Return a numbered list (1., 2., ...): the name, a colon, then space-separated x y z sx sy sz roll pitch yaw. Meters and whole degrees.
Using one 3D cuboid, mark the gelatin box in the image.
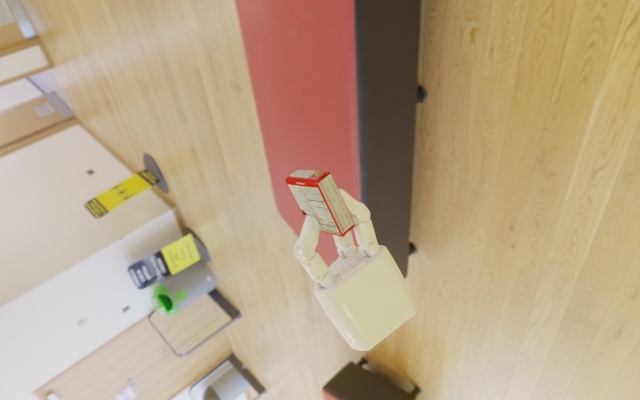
1. gelatin box: 0.000 0.002 0.642 0.030 0.089 0.073 -40 27 -26
